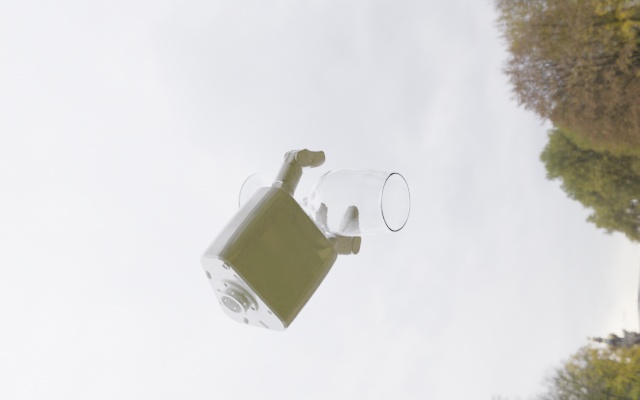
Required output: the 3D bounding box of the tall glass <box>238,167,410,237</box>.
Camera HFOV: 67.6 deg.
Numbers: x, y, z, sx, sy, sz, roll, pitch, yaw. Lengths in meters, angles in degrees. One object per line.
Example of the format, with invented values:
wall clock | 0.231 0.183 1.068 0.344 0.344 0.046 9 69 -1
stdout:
tall glass | 0.000 0.002 0.553 0.201 0.079 0.079 0 0 38
